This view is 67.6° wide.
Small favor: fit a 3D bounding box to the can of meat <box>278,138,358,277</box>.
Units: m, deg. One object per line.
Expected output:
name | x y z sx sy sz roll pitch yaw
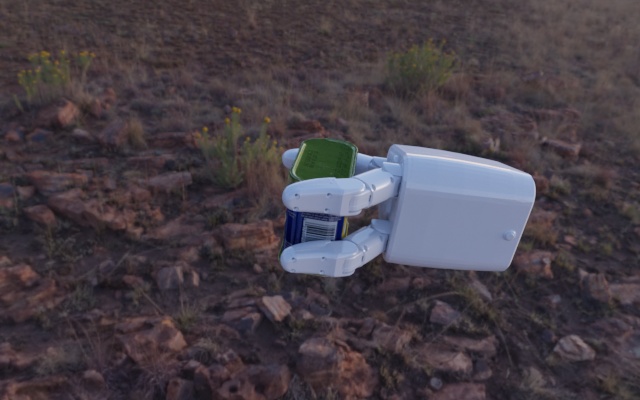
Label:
can of meat | 0.000 0.001 0.418 0.057 0.084 0.102 9 30 2
